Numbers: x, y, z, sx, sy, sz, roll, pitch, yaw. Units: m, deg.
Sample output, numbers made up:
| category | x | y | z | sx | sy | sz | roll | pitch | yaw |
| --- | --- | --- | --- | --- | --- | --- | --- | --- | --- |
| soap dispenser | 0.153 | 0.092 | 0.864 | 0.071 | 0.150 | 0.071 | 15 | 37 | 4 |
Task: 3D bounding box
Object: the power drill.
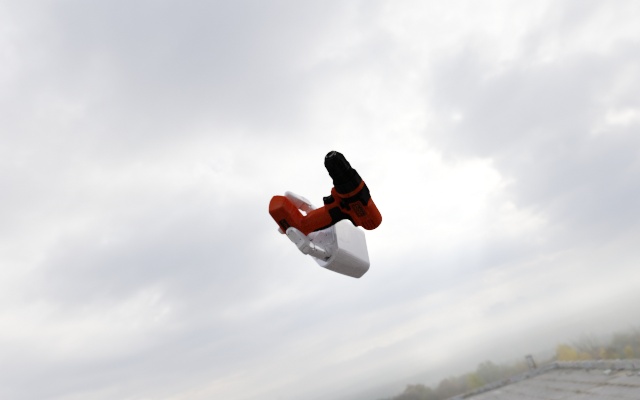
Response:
| category | x | y | z | sx | sy | sz | roll | pitch | yaw |
| --- | --- | --- | --- | --- | --- | --- | --- | --- | --- |
| power drill | 0.000 | 0.003 | 0.882 | 0.188 | 0.184 | 0.057 | -17 | 36 | 25 |
